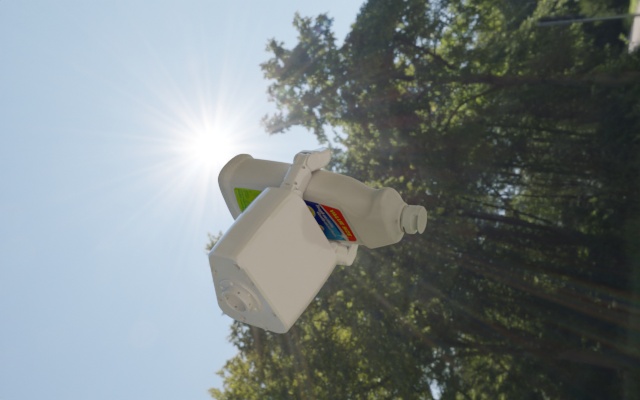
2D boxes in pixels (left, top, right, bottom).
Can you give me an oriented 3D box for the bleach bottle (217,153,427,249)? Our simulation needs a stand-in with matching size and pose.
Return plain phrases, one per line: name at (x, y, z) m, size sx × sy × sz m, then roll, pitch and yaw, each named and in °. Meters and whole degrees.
bleach bottle at (0.000, 0.002, 0.568) m, size 0.251 × 0.103 × 0.068 m, roll 7°, pitch 40°, yaw 31°
